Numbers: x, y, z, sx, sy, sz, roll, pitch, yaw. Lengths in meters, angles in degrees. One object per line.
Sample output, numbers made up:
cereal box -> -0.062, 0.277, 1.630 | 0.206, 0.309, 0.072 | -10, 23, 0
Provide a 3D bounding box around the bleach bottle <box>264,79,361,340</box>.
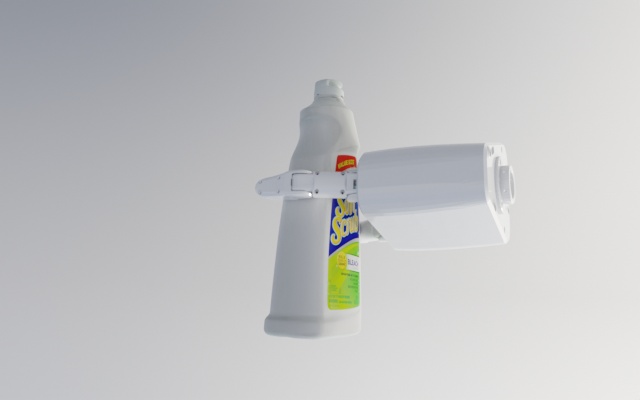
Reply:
bleach bottle -> 0.000, 0.002, 0.466 | 0.068, 0.250, 0.102 | -4, -12, 30
